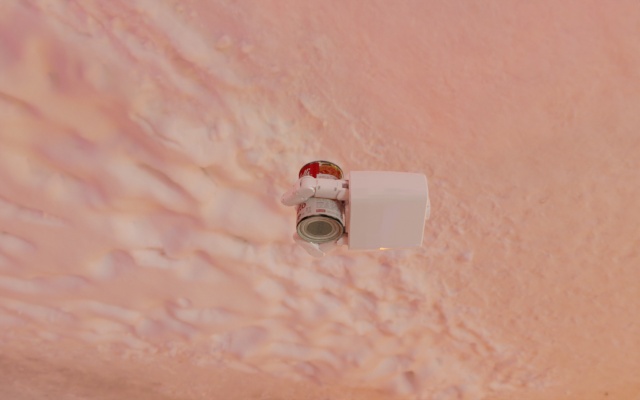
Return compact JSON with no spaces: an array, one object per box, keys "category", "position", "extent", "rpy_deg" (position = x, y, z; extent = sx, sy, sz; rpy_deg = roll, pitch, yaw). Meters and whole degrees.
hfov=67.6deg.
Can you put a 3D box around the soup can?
[{"category":"soup can","position":[0.000,0.002,0.687],"extent":[0.068,0.102,0.069],"rpy_deg":[1,-39,1]}]
